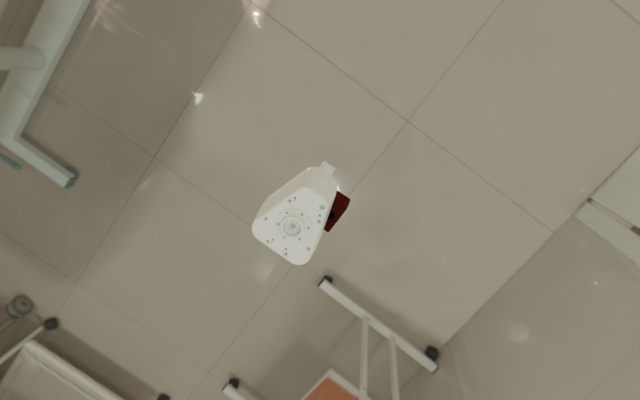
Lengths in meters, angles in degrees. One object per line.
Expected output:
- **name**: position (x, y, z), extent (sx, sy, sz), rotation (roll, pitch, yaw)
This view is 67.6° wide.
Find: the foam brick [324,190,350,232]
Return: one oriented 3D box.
- **foam brick**: position (0.000, 0.003, 0.759), extent (0.078, 0.053, 0.051), rotation (35, 20, -5)
